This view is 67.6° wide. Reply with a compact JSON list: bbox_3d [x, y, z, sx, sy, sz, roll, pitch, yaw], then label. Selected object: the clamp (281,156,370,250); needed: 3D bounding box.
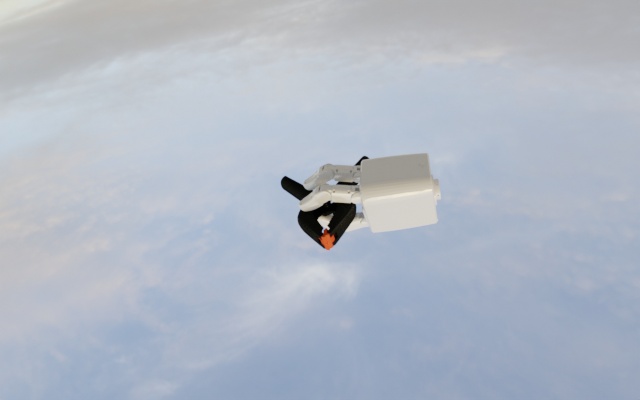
[{"bbox_3d":[0.001,0.003,0.777,0.164,0.036,0.209,-11,35,15],"label":"clamp"}]
